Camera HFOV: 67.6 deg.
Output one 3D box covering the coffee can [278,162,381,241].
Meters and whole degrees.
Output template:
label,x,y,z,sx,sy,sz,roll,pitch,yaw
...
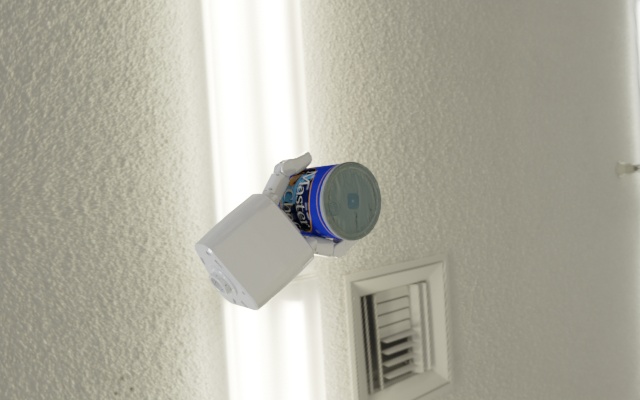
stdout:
label,x,y,z,sx,sy,sz,roll,pitch,yaw
coffee can,0.000,0.002,0.672,0.103,0.103,0.140,0,-1,-38
